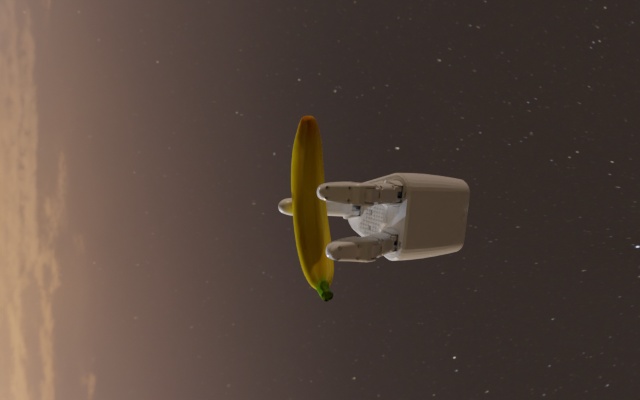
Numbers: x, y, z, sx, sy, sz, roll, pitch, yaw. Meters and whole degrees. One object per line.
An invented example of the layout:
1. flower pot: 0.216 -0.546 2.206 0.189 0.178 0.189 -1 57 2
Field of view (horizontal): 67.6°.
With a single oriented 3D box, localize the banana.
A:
1. banana: -0.007 0.010 0.517 0.037 0.197 0.070 -2 -15 -24
